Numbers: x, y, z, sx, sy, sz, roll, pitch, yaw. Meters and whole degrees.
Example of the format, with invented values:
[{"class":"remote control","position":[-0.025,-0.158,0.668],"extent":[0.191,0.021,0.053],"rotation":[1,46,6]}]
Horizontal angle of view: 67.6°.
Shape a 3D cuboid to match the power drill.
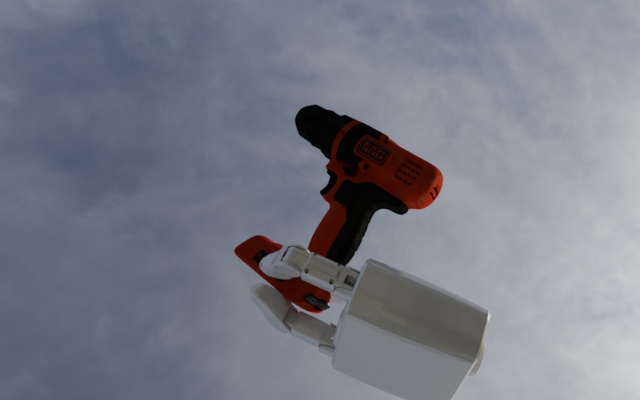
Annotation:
[{"class":"power drill","position":[0.000,0.002,0.481],"extent":[0.184,0.187,0.057],"rotation":[34,-5,34]}]
